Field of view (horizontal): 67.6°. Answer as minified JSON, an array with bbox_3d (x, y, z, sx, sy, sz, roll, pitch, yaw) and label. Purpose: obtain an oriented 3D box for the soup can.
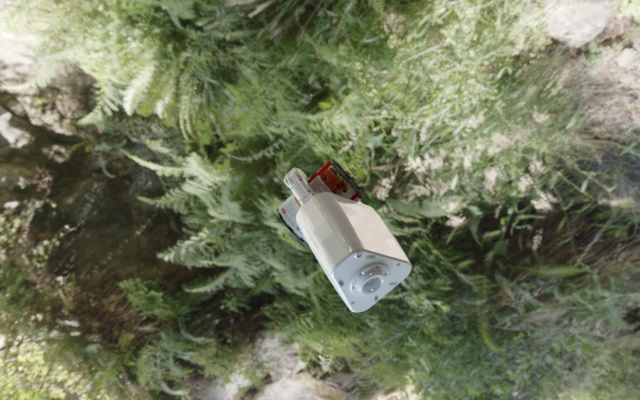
[{"bbox_3d":[0.000,0.002,0.644,0.102,0.068,0.068,-42,-8,9],"label":"soup can"}]
